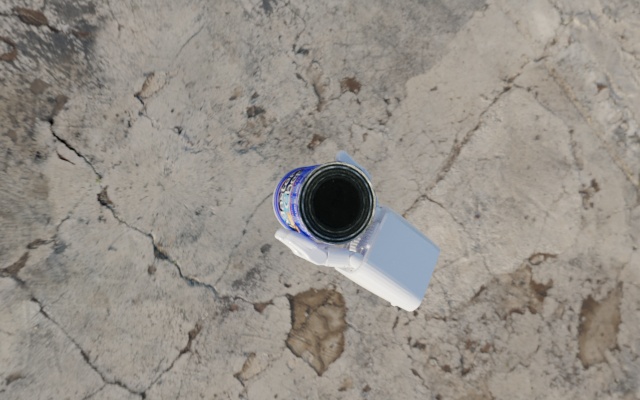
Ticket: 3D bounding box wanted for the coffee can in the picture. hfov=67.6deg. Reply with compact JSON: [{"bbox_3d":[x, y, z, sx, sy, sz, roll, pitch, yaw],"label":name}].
[{"bbox_3d":[0.000,0.002,0.645,0.103,0.103,0.140,0,1,-18],"label":"coffee can"}]
